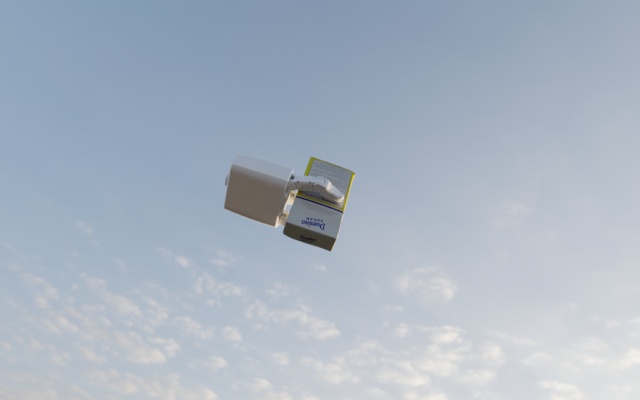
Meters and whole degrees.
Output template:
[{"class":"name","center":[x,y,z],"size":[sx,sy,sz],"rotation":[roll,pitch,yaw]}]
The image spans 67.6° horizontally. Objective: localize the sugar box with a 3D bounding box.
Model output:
[{"class":"sugar box","center":[0.000,0.003,0.868],"size":[0.093,0.176,0.048],"rotation":[19,-41,0]}]
